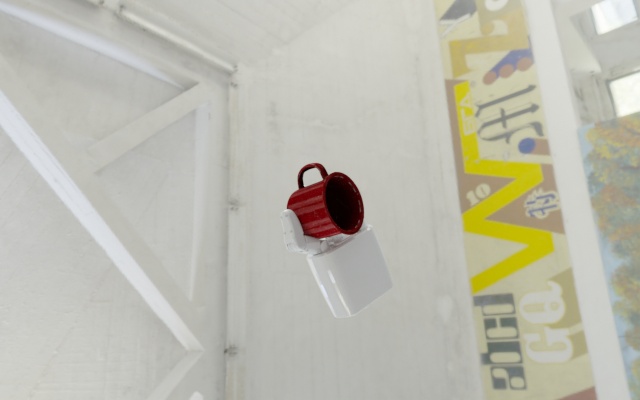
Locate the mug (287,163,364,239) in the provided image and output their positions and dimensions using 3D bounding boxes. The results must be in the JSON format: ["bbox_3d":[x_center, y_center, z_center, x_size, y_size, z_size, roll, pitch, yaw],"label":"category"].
[{"bbox_3d":[-0.001,0.001,0.701,0.081,0.117,0.093,-18,7,39],"label":"mug"}]
